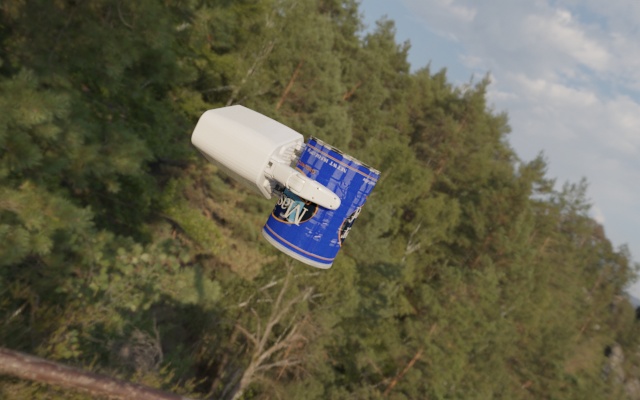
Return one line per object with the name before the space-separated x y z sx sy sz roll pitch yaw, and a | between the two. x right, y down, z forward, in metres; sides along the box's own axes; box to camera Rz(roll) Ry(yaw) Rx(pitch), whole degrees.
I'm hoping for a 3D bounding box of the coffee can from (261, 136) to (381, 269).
coffee can | 0.000 0.002 0.617 0.103 0.140 0.103 27 7 -4
